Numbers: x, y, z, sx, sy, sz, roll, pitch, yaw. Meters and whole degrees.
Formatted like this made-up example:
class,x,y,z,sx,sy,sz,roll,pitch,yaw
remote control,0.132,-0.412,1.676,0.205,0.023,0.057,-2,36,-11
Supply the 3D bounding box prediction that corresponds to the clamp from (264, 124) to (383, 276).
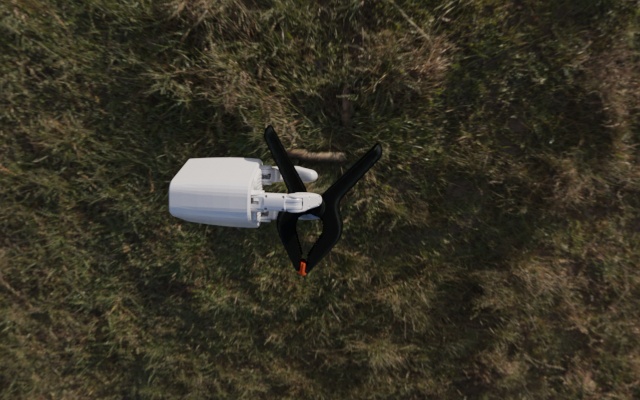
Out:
class,x,y,z,sx,sy,sz,roll,pitch,yaw
clamp,0.000,0.003,0.672,0.164,0.210,0.036,3,9,2
